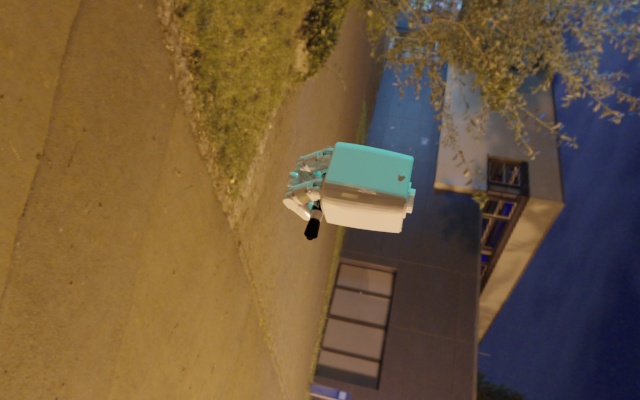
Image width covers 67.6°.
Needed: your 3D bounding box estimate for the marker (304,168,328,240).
[{"bbox_3d":[0.000,0.002,0.660,0.020,0.121,0.020,11,-34,8],"label":"marker"}]
